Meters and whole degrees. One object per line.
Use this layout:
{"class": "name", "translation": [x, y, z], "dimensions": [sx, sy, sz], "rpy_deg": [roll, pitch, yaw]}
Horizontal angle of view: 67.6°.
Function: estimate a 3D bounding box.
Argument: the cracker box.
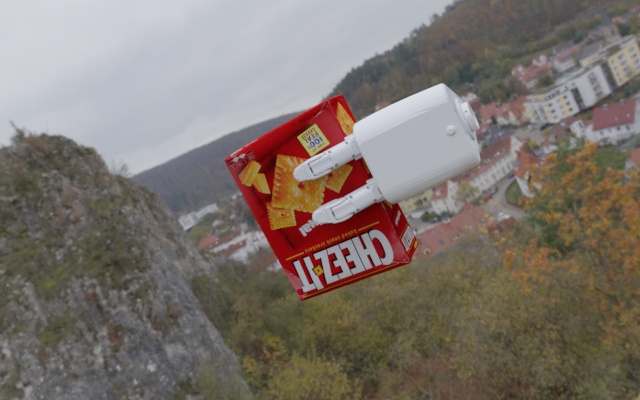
{"class": "cracker box", "translation": [0.000, 0.002, 0.601], "dimensions": [0.164, 0.214, 0.072], "rpy_deg": [-24, 7, 26]}
